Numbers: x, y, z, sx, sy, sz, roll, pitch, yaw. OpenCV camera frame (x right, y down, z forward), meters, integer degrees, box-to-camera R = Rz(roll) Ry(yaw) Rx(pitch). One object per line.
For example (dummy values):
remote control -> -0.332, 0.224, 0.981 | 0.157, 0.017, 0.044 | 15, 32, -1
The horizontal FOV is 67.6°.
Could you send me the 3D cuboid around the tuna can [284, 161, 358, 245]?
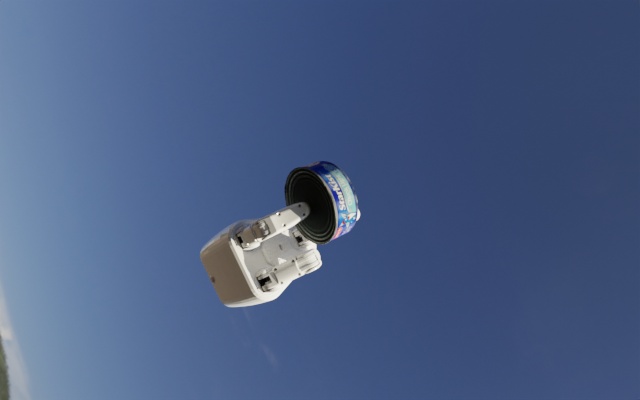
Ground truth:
tuna can -> 0.001, 0.001, 0.513 | 0.033, 0.086, 0.086 | -21, 13, -35
